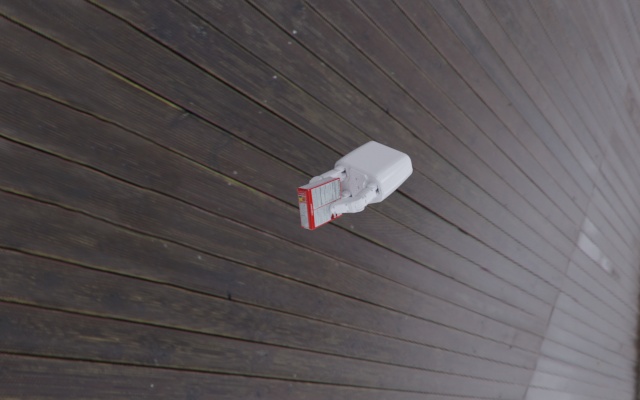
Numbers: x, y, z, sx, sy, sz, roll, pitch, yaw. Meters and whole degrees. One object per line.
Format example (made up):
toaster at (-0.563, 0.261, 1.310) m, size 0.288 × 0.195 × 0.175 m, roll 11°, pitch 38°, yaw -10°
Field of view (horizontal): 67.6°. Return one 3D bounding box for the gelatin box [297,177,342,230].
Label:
gelatin box at (0.000, 0.003, 0.847) m, size 0.030 × 0.073 × 0.089 m, roll 10°, pitch 23°, yaw 39°
